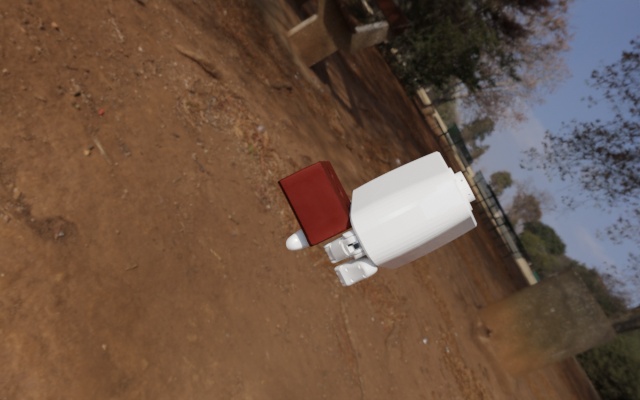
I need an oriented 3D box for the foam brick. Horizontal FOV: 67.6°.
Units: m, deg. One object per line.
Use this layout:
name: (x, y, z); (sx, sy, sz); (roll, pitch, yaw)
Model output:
foam brick: (0.000, 0.001, 0.512); (0.051, 0.078, 0.053); (-28, -2, 15)
